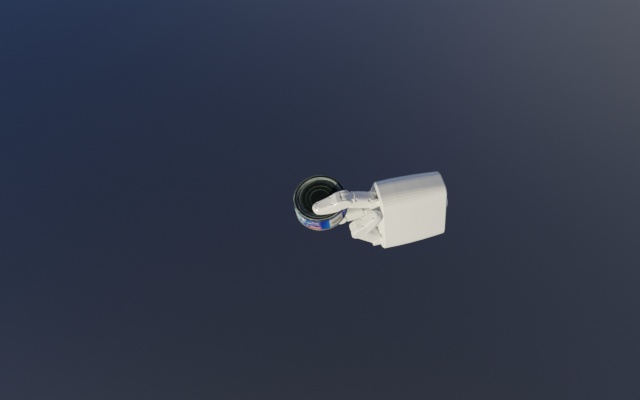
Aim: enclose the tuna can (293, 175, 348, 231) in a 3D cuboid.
[{"bbox_3d":[0.000,0.002,0.763,0.086,0.086,0.034,0,-29,7],"label":"tuna can"}]
